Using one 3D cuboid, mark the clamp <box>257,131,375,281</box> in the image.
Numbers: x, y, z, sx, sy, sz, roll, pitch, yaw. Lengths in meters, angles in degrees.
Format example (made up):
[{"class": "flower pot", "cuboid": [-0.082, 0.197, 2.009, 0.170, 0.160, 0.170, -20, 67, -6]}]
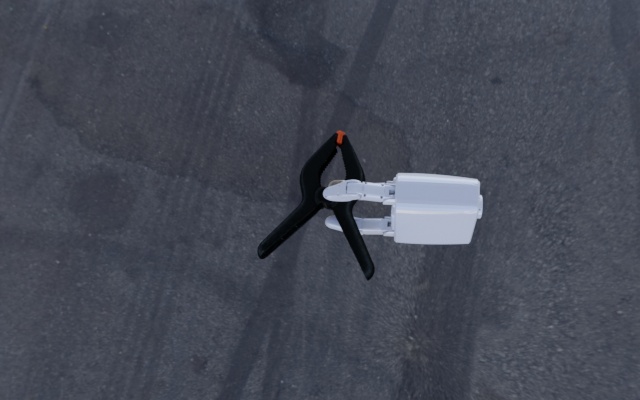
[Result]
[{"class": "clamp", "cuboid": [0.000, 0.001, 0.677, 0.164, 0.210, 0.036, 3, -15, 8]}]
